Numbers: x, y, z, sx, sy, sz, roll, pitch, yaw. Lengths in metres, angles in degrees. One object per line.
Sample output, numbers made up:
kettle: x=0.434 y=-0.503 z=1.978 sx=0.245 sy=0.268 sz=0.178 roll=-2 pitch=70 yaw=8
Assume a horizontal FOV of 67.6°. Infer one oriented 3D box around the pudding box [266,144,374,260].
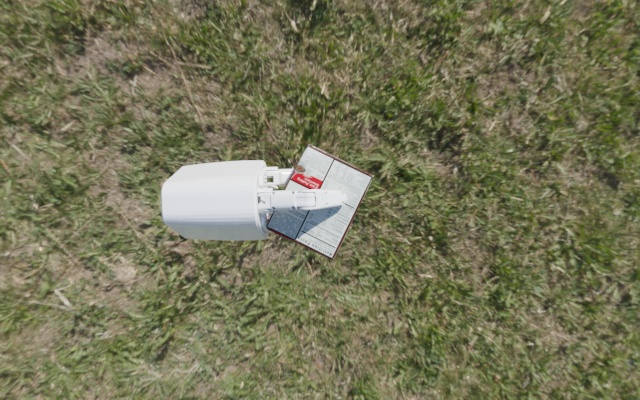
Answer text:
pudding box: x=0.000 y=0.002 z=0.569 sx=0.090 sy=0.113 sz=0.039 roll=26 pitch=2 yaw=2
